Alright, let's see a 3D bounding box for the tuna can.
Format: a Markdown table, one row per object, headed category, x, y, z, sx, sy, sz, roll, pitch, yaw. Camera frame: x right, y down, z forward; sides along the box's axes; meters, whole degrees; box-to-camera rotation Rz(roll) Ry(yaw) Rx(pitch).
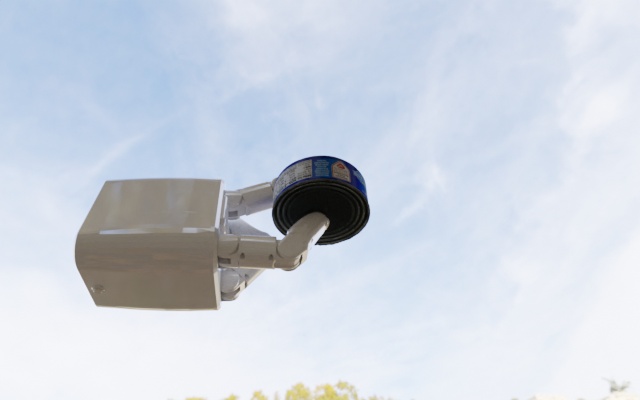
| category | x | y | z | sx | sy | sz | roll | pitch | yaw |
| --- | --- | --- | --- | --- | --- | --- | --- | --- | --- |
| tuna can | 0.000 | 0.001 | 0.426 | 0.086 | 0.033 | 0.086 | -1 | -43 | -1 |
